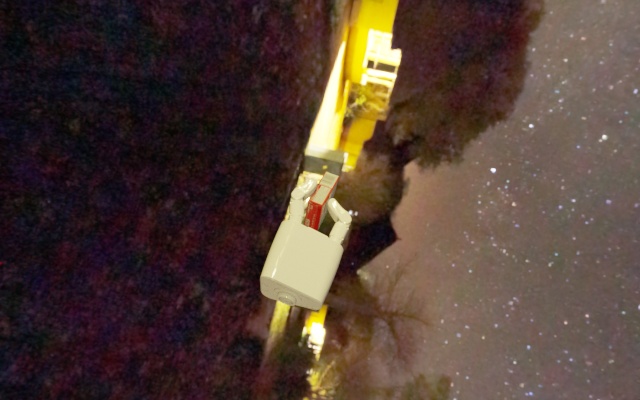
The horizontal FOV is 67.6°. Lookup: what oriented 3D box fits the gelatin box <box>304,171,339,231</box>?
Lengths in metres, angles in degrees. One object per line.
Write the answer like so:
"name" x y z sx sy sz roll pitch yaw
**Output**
"gelatin box" 0.001 0.003 0.863 0.030 0.073 0.089 22 47 9
